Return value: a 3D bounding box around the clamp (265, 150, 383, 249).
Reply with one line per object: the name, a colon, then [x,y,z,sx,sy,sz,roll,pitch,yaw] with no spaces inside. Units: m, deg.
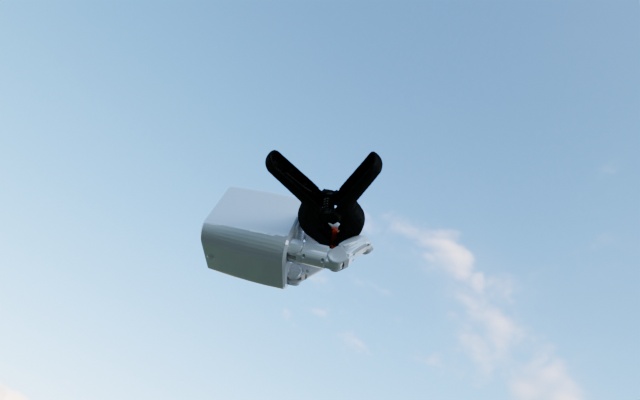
clamp: [0.000,0.001,0.542,0.120,0.039,0.172,12,-40,6]
